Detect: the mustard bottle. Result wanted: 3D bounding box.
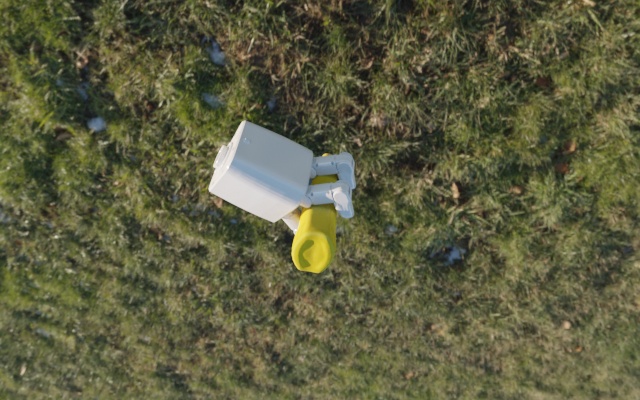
[{"bbox_3d":[0.000,0.003,0.696,0.058,0.191,0.096,9,-41,0],"label":"mustard bottle"}]
